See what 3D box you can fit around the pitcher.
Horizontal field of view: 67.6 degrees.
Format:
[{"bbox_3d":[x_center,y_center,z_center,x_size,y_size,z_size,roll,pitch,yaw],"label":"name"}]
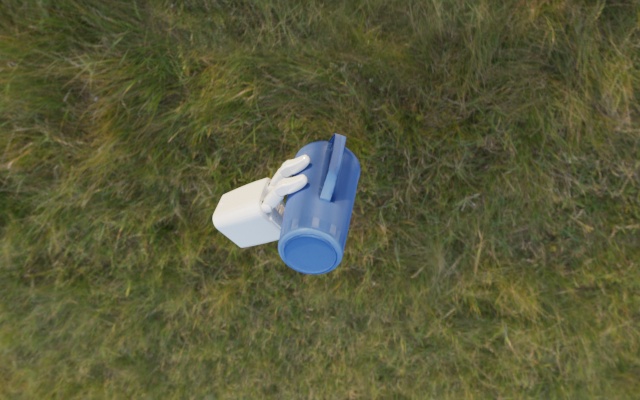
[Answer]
[{"bbox_3d":[0.000,0.003,0.855,0.145,0.149,0.242,-18,35,23],"label":"pitcher"}]
